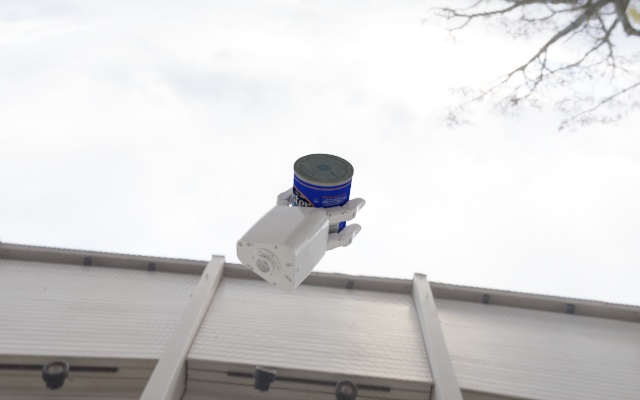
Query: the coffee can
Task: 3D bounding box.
[{"bbox_3d":[0.000,0.002,0.830,0.103,0.140,0.102,4,33,-2],"label":"coffee can"}]
